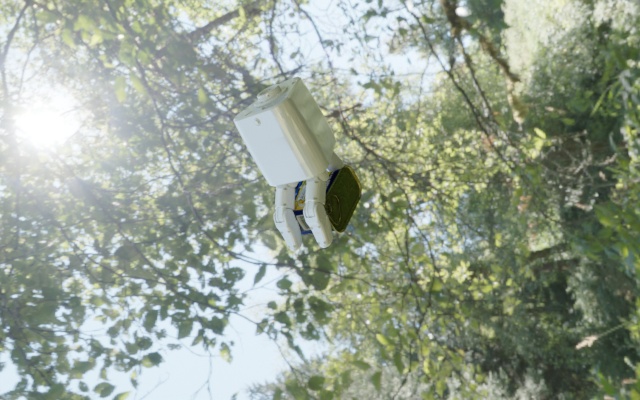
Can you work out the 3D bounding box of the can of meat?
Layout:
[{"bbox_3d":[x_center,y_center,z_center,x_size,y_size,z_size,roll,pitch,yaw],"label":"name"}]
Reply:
[{"bbox_3d":[0.000,0.002,0.683,0.084,0.057,0.102,-9,37,36],"label":"can of meat"}]
